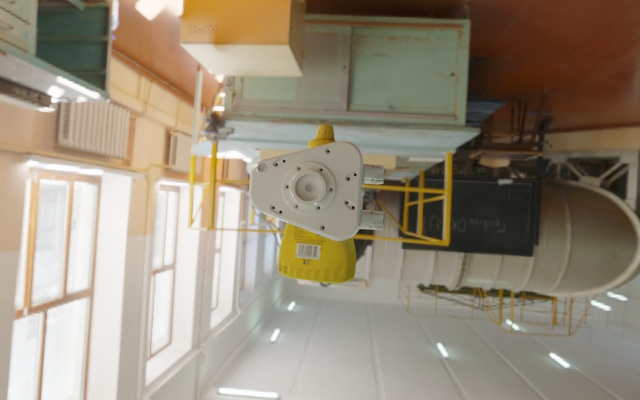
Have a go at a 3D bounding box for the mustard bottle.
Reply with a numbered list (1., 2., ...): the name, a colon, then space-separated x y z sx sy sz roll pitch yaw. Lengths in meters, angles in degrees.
1. mustard bottle: 0.000 0.002 0.594 0.096 0.191 0.058 3 -1 28
